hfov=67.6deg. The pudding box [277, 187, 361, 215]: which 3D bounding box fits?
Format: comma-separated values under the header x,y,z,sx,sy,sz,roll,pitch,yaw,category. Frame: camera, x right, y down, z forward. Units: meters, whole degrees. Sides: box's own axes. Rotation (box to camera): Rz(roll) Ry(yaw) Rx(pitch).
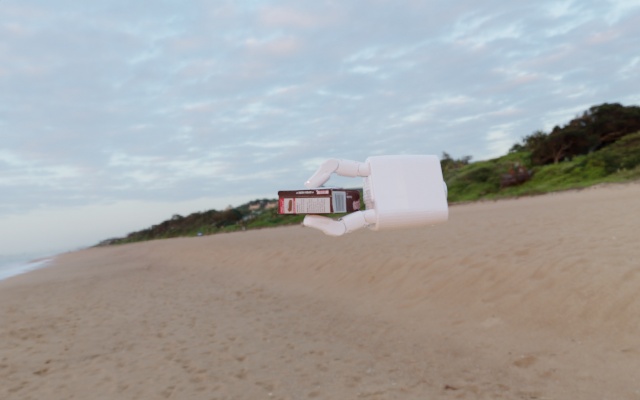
x,y,z,sx,sy,sz,roll,pitch,yaw,category
0.000,0.002,0.718,0.090,0.039,0.113,-2,-3,24,pudding box
